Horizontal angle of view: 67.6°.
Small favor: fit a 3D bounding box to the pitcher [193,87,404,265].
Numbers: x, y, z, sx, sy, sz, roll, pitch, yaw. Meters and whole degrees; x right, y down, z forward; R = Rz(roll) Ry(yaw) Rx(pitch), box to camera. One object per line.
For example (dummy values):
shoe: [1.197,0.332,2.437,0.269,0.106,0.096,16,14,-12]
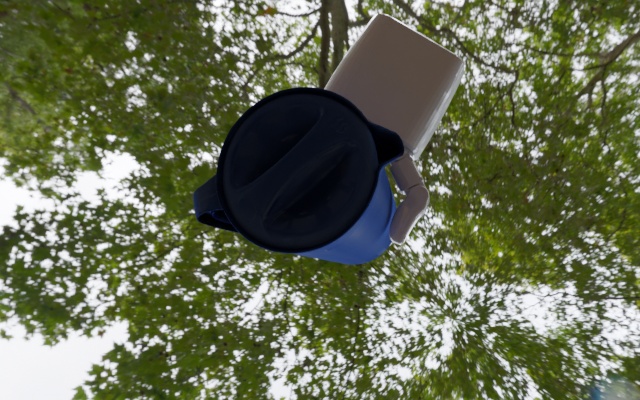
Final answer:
pitcher: [0.000,0.001,0.475,0.149,0.145,0.243,29,-4,20]
